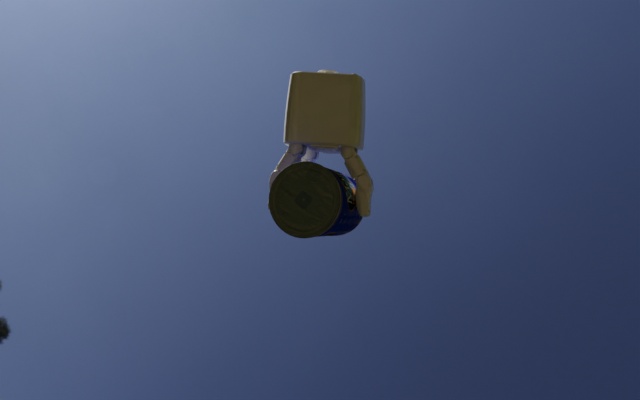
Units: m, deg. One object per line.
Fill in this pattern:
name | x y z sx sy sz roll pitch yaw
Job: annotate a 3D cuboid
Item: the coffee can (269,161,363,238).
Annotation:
coffee can | 0.000 0.002 0.698 0.103 0.103 0.140 0 -3 19
